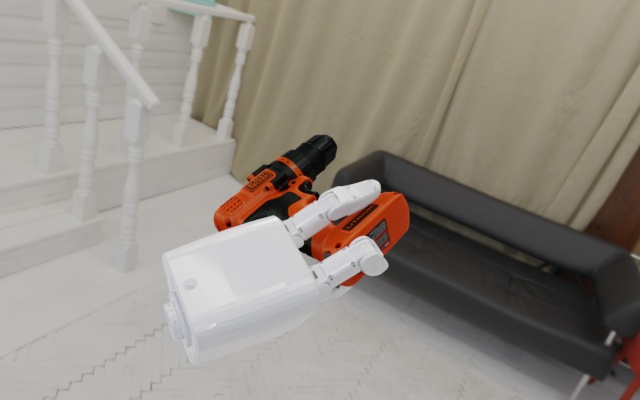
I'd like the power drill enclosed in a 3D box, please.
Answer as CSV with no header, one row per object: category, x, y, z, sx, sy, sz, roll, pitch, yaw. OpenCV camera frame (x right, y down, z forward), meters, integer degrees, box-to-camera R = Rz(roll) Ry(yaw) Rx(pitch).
power drill,0.000,0.002,0.520,0.187,0.057,0.184,23,56,41
